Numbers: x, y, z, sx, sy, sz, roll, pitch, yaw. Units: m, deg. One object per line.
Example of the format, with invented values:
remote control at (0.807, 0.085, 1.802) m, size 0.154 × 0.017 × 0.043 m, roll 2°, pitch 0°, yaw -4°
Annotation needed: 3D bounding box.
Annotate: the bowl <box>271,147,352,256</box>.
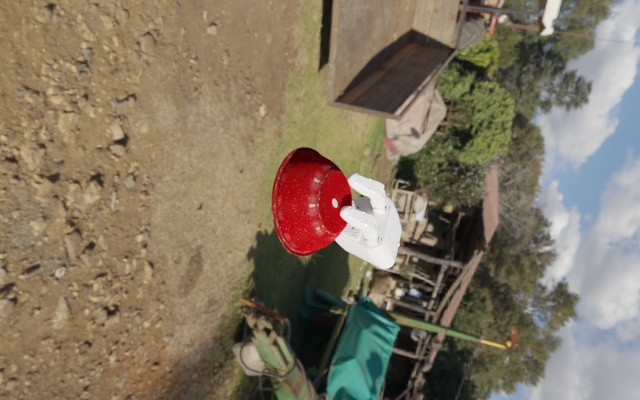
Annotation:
bowl at (0.000, 0.002, 0.690) m, size 0.055 × 0.162 × 0.162 m, roll 1°, pitch 1°, yaw 34°
